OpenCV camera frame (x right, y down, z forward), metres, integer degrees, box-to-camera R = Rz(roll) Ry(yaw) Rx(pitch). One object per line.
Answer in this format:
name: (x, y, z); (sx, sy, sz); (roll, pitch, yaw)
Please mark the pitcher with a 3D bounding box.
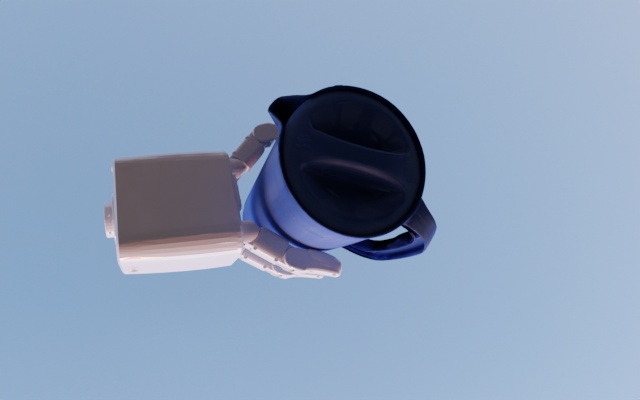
pitcher: (0.000, 0.002, 0.497); (0.145, 0.149, 0.243); (-6, -13, -21)
